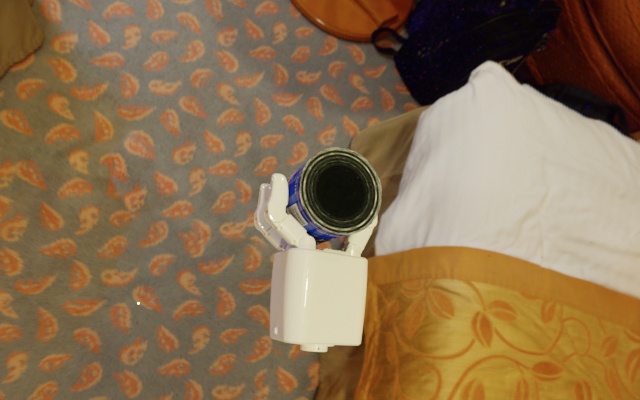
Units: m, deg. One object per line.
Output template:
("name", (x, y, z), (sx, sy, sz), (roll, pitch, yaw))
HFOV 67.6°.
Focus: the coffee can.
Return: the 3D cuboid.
("coffee can", (0.000, 0.002, 0.604), (0.103, 0.102, 0.140), (0, -11, -21))
